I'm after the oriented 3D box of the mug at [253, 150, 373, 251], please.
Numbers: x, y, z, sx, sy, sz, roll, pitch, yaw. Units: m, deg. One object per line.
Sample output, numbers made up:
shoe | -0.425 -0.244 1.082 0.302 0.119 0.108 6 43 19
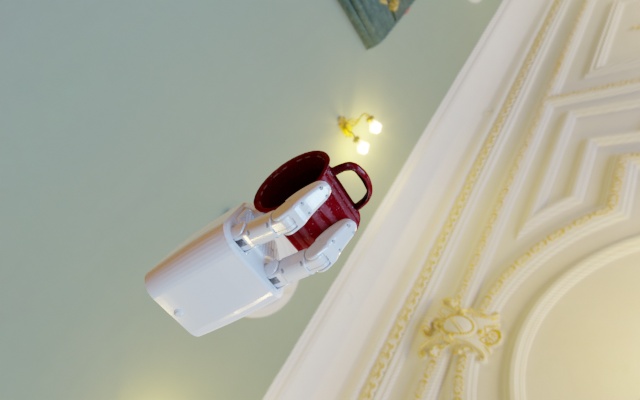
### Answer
mug | 0.001 0.001 0.505 0.117 0.081 0.093 -28 29 14
